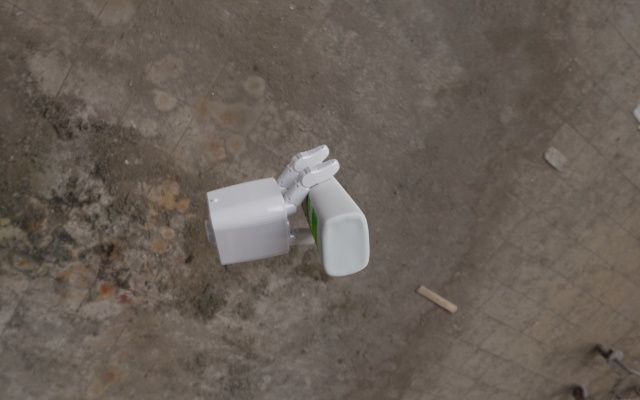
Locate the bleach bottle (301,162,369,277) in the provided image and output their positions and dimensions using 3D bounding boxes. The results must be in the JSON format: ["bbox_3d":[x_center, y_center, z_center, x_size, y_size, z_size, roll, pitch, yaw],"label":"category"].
[{"bbox_3d":[0.000,0.002,0.731,0.068,0.103,0.250,-11,30,-12],"label":"bleach bottle"}]
